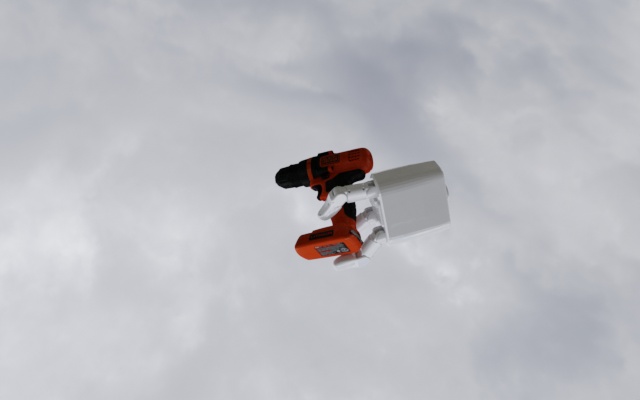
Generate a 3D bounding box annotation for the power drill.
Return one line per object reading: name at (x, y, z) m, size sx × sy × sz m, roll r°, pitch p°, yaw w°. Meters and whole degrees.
power drill at (0.000, 0.003, 0.805) m, size 0.184 × 0.187 × 0.057 m, roll -13°, pitch -33°, yaw 23°
